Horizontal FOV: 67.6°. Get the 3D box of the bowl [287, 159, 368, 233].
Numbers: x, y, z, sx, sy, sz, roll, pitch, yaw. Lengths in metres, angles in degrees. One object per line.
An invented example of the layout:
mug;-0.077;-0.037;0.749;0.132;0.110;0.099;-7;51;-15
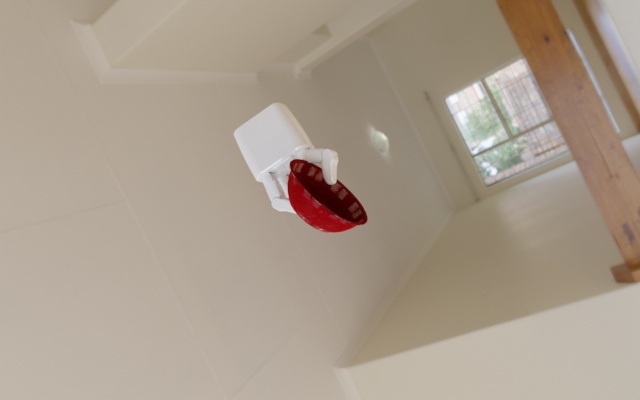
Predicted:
bowl;0.000;0.004;0.799;0.162;0.055;0.162;34;20;-14
